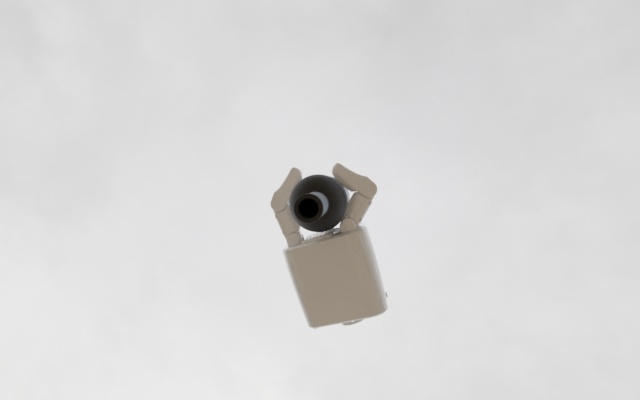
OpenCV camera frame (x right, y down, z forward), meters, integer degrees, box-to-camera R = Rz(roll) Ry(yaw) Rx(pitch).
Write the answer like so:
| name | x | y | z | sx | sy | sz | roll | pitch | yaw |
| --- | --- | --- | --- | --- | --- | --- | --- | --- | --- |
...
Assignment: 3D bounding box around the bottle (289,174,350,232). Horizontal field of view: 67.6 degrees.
| name | x | y | z | sx | sy | sz | roll | pitch | yaw |
| --- | --- | --- | --- | --- | --- | --- | --- | --- | --- |
| bottle | 0.000 | 0.002 | 0.581 | 0.069 | 0.069 | 0.295 | 0 | 2 | 4 |
